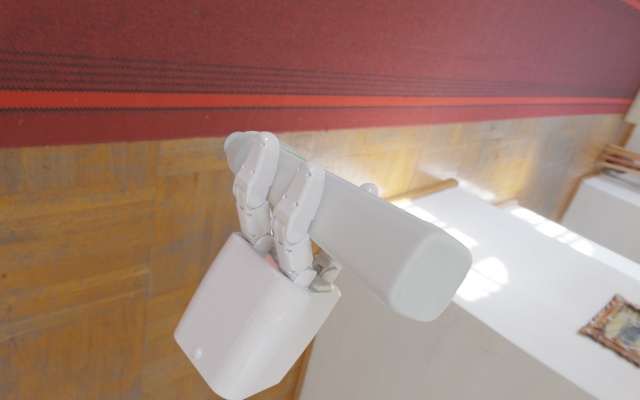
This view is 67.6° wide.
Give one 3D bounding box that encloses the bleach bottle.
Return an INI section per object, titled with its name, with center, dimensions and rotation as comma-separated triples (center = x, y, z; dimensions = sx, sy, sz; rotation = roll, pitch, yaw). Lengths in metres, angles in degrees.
[bleach bottle]
center = 0.000, 0.001, 0.412
dimensions = 0.250, 0.068, 0.102
rotation = 34, 2, 39
